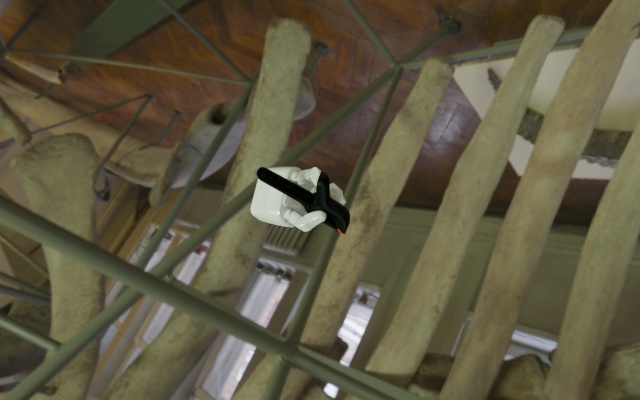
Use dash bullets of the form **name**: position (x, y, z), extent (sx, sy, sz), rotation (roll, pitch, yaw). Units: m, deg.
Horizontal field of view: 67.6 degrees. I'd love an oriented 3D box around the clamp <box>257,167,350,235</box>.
- **clamp**: position (0.000, 0.004, 0.875), extent (0.164, 0.036, 0.210), rotation (4, -28, 48)
